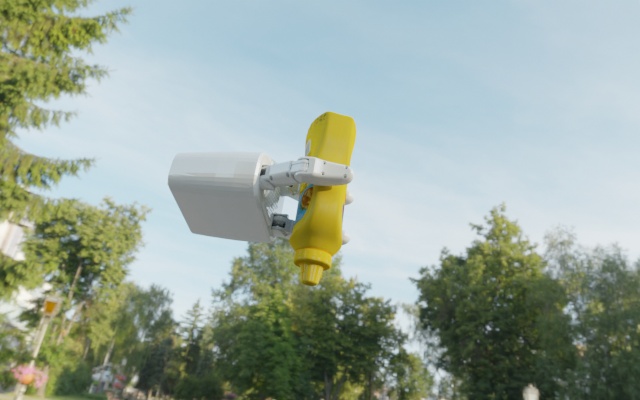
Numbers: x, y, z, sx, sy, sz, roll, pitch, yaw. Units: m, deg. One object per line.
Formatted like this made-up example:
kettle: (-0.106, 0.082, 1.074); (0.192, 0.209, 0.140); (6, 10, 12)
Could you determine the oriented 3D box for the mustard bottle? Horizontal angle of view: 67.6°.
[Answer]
mustard bottle: (0.000, 0.002, 0.542); (0.058, 0.191, 0.096); (13, -25, -10)
